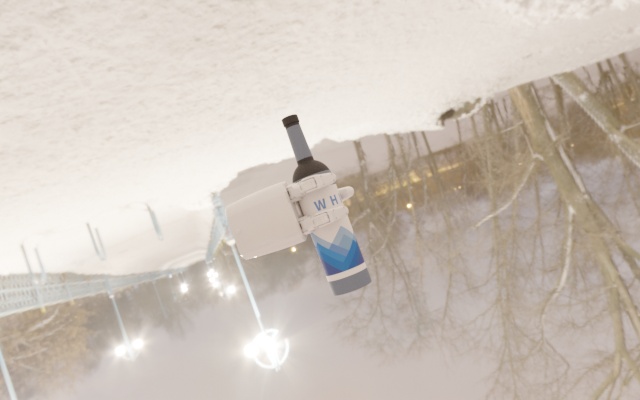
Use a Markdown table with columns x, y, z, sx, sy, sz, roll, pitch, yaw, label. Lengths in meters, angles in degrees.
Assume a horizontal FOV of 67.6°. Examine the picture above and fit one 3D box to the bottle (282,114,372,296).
| x | y | z | sx | sy | sz | roll | pitch | yaw | label |
| --- | --- | --- | --- | --- | --- | --- | --- | --- | --- |
| 0.000 | 0.003 | 0.770 | 0.069 | 0.295 | 0.069 | -20 | -2 | -1 | bottle |
